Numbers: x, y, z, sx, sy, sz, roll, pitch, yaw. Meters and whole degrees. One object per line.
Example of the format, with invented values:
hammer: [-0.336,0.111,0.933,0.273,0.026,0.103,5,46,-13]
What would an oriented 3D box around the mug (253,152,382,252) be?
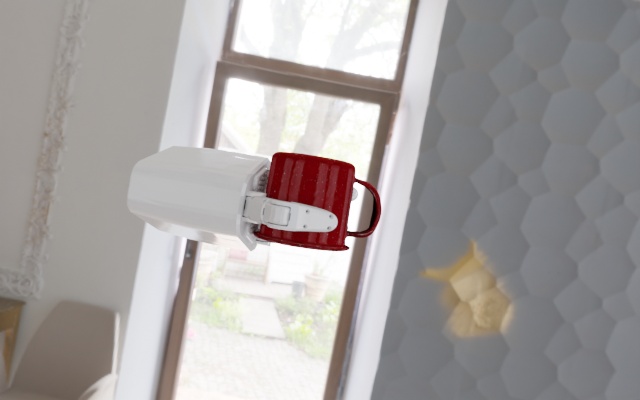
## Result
mug: [0.002,0.002,0.453,0.117,0.081,0.093,9,1,3]
